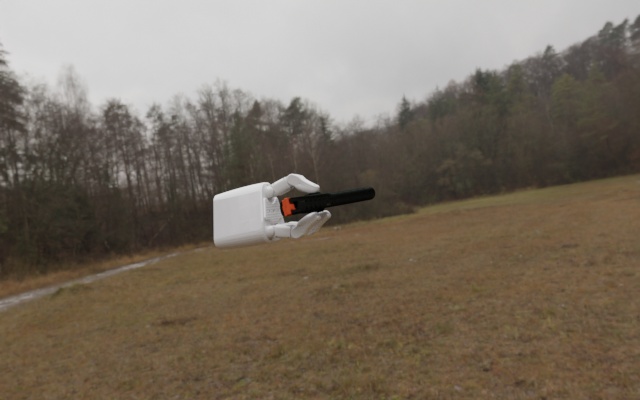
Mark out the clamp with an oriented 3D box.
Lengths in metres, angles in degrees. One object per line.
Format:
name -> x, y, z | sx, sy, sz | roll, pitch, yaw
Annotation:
clamp -> 0.000, 0.002, 0.845 | 0.164, 0.036, 0.210 | -13, -3, 19
